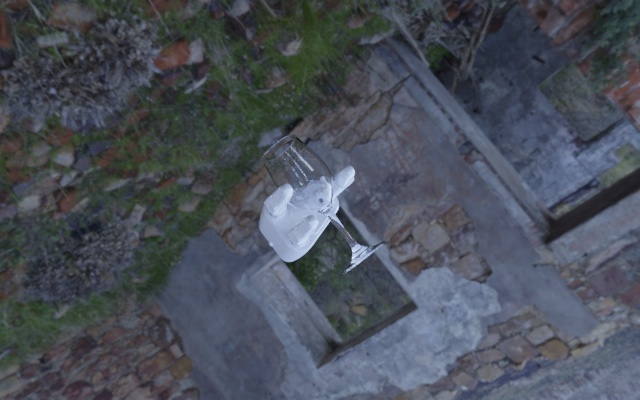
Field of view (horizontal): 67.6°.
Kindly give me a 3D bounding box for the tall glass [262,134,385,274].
[{"bbox_3d":[0.001,0.003,0.679,0.079,0.201,0.079,-37,-6,-5],"label":"tall glass"}]
